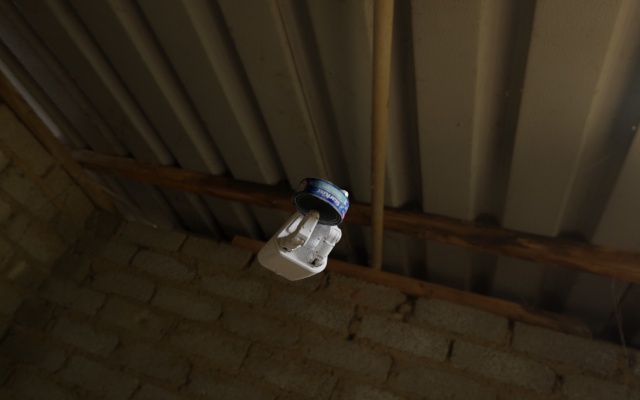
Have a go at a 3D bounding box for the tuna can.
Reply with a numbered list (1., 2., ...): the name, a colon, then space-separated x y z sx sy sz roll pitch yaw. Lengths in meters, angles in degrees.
1. tuna can: 0.000 0.002 0.741 0.086 0.033 0.086 21 -27 11
